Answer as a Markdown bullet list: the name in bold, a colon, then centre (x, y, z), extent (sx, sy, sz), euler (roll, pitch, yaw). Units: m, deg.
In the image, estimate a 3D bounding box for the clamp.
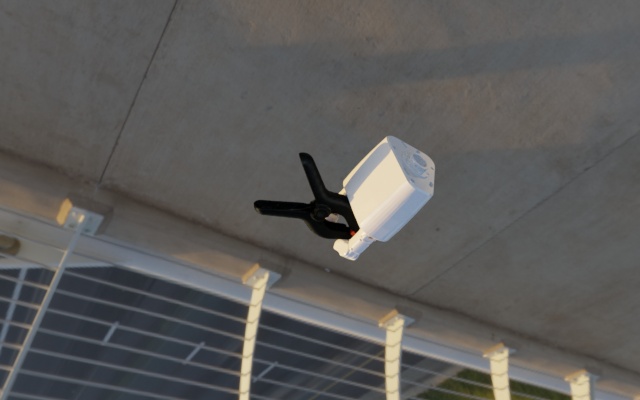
- **clamp**: centre (0.000, 0.003, 0.716), extent (0.171, 0.039, 0.120), euler (24, -55, -23)
